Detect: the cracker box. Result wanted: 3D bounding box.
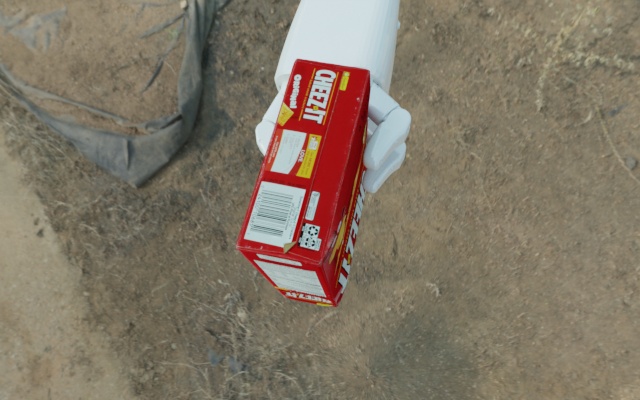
[{"bbox_3d":[0.000,0.001,0.449,0.072,0.164,0.214,11,-19,10],"label":"cracker box"}]
